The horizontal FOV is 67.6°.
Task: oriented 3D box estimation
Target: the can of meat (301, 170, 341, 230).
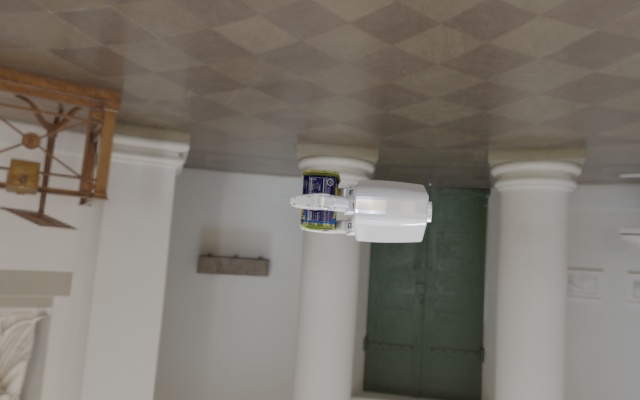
[{"bbox_3d":[0.000,0.003,0.745,0.057,0.084,0.102,3,-7,4],"label":"can of meat"}]
